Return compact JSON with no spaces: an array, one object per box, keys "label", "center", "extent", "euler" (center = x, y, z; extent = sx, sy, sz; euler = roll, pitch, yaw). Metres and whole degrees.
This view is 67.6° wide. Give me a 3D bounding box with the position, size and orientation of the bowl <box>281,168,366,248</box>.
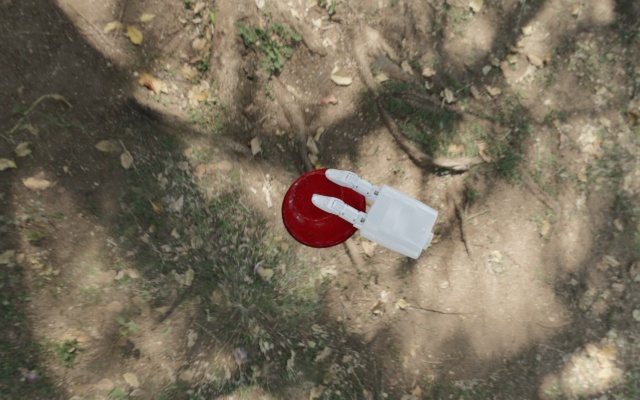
[{"label":"bowl","center":[-0.001,0.002,0.871],"extent":[0.162,0.162,0.055],"euler":[0,-22,12]}]
